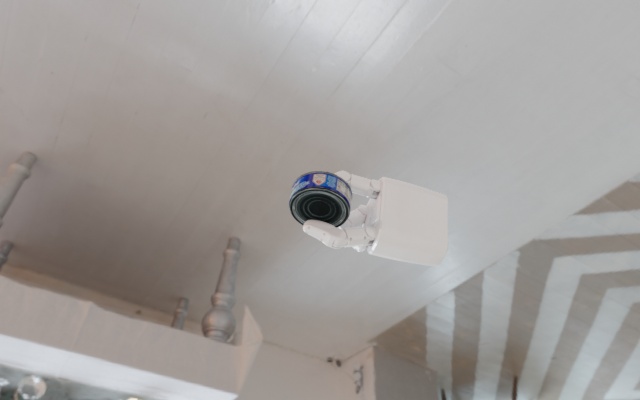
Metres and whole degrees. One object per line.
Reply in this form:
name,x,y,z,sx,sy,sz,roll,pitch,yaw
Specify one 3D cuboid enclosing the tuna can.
tuna can,0.000,0.003,0.657,0.086,0.086,0.033,5,45,5
